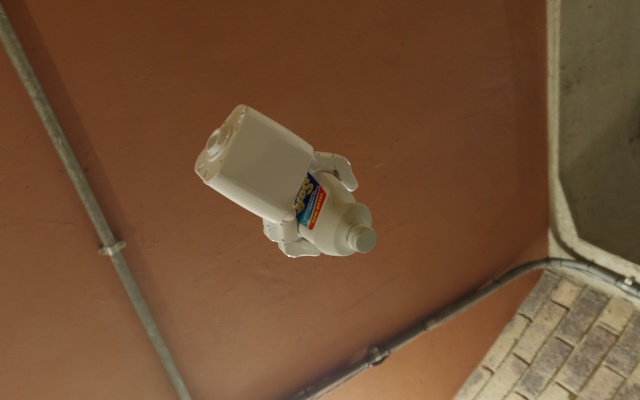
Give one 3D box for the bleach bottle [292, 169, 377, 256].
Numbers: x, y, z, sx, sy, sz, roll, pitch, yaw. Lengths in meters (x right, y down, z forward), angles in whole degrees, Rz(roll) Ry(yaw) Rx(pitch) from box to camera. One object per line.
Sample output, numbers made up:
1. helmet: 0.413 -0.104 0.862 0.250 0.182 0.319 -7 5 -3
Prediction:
1. bleach bottle: 0.000 0.002 0.643 0.068 0.102 0.250 31 1 -32
